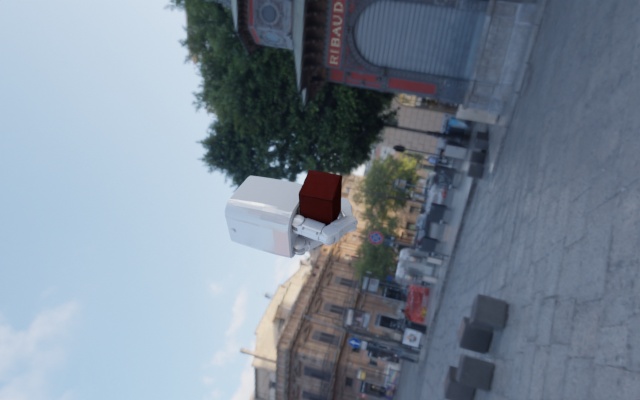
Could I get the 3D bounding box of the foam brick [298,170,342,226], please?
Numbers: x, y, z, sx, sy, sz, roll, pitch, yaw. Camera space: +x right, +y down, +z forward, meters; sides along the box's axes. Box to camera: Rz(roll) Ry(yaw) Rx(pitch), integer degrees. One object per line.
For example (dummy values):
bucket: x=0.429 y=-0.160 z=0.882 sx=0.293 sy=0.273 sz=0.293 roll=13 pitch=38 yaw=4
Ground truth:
foam brick: x=0.000 y=0.002 z=0.703 sx=0.051 sy=0.053 sz=0.078 roll=13 pitch=-40 yaw=12
